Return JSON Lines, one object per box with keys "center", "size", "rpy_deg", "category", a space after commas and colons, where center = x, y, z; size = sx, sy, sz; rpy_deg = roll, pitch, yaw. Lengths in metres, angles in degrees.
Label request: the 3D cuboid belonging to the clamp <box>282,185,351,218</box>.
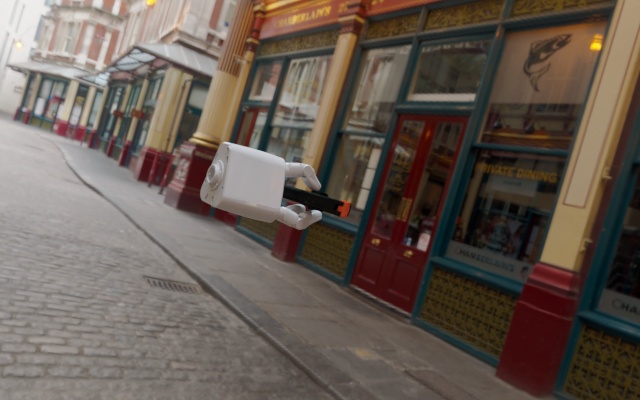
{"center": [0.000, 0.002, 0.885], "size": [0.164, 0.036, 0.210], "rpy_deg": [16, 0, -37], "category": "clamp"}
